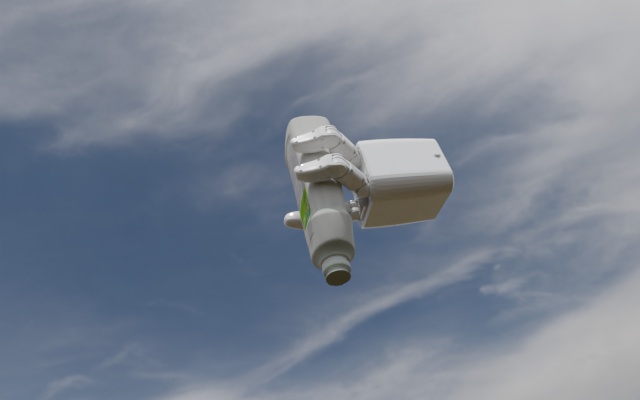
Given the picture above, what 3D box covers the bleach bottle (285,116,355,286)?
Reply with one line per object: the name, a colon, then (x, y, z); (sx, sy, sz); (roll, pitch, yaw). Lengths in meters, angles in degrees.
bleach bottle: (0.000, 0.002, 0.604); (0.068, 0.103, 0.250); (-4, 45, -8)
